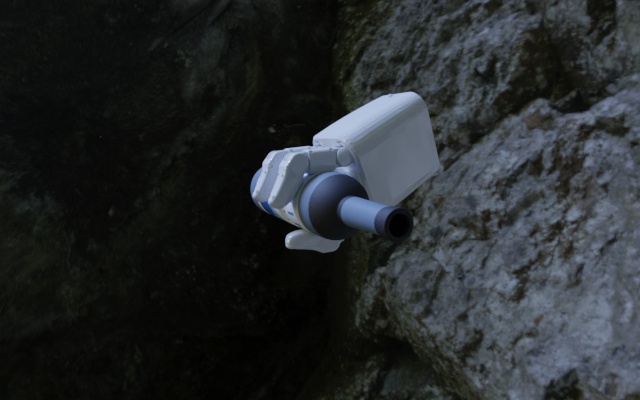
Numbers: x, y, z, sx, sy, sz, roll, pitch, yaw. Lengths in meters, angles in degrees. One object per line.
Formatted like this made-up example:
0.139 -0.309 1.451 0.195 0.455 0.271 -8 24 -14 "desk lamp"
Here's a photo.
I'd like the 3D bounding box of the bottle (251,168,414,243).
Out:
0.000 0.002 0.501 0.069 0.069 0.295 0 7 -25 "bottle"
